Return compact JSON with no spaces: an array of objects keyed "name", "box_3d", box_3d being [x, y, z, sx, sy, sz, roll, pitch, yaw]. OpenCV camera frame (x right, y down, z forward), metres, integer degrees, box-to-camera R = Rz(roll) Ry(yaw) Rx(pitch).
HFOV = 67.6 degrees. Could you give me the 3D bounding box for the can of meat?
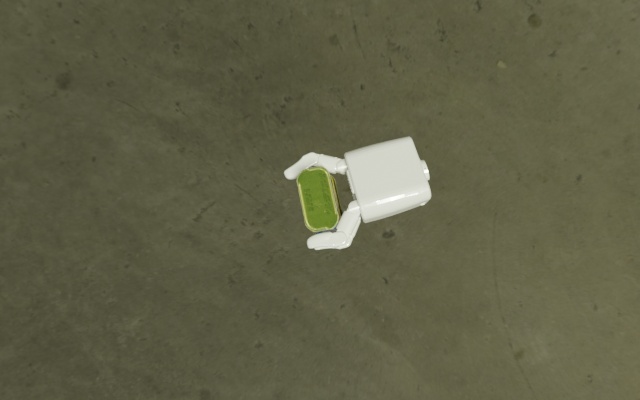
[{"name":"can of meat","box_3d":[0.000,0.002,0.741,0.057,0.102,0.084,-13,-8,4]}]
